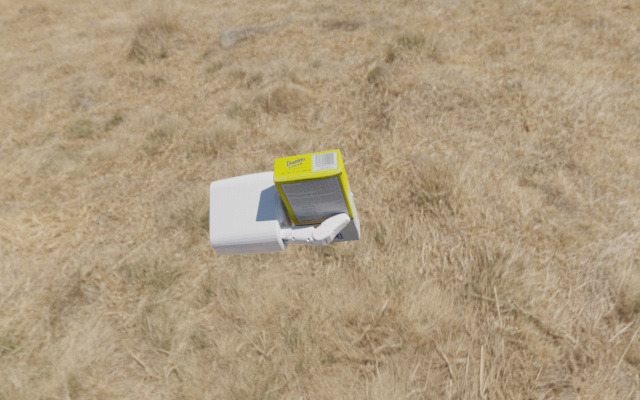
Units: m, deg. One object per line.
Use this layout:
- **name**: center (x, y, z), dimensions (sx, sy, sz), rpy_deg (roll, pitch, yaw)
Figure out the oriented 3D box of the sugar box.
- **sugar box**: center (0.000, 0.002, 0.697), dimensions (0.093, 0.048, 0.176), rpy_deg (-7, -33, 9)
